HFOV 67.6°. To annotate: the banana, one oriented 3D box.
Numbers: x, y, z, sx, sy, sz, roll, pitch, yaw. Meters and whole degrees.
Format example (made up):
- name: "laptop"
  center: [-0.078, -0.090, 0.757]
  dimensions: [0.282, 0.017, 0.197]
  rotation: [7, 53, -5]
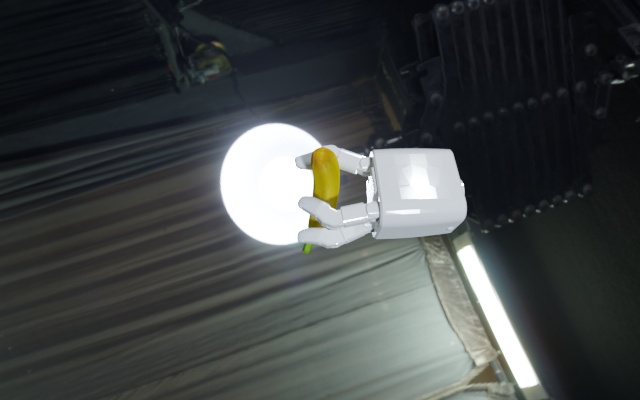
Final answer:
- name: "banana"
  center: [0.004, -0.009, 0.631]
  dimensions: [0.037, 0.069, 0.198]
  rotation: [12, -42, 6]
